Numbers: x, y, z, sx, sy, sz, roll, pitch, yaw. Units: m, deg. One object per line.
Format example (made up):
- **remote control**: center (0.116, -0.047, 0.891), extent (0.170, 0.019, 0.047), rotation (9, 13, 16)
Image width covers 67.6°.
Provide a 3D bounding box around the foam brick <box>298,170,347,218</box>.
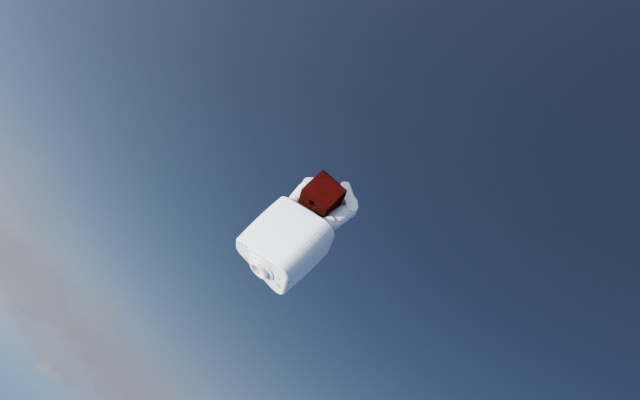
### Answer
- **foam brick**: center (0.000, 0.002, 0.752), extent (0.051, 0.053, 0.078), rotation (-43, -16, -29)
